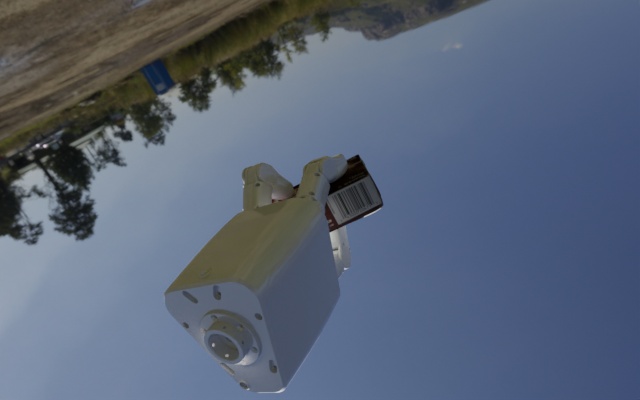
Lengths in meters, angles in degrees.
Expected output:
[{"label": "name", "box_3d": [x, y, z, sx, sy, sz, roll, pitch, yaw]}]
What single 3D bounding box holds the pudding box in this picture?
[{"label": "pudding box", "box_3d": [0.000, 0.002, 0.476, 0.113, 0.039, 0.090, -24, 18, 5]}]
